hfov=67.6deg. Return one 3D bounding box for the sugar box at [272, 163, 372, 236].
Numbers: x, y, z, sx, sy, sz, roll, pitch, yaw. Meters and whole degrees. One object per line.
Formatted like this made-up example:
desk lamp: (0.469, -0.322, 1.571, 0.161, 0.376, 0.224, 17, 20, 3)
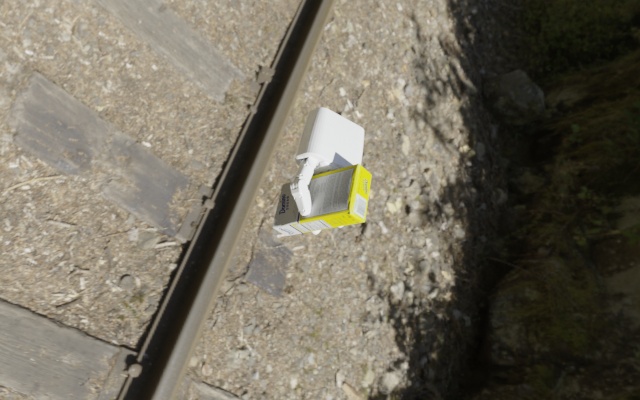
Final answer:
sugar box: (0.001, 0.003, 0.822, 0.176, 0.093, 0.048, -14, -36, 41)
